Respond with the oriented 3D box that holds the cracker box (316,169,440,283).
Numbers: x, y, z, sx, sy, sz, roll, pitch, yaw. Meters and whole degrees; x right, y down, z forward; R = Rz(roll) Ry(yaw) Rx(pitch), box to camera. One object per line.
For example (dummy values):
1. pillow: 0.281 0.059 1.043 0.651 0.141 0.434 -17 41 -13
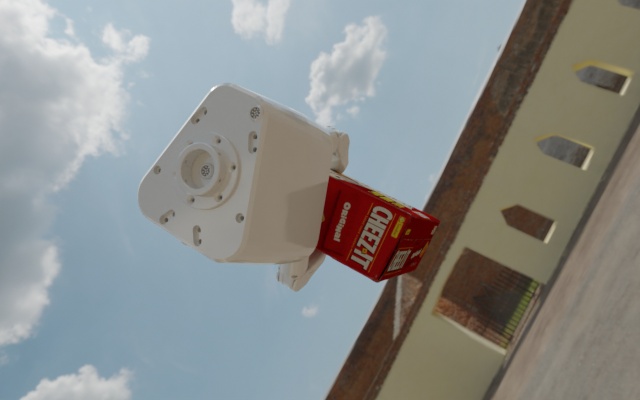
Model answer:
1. cracker box: 0.000 0.001 0.488 0.213 0.072 0.164 27 7 22
